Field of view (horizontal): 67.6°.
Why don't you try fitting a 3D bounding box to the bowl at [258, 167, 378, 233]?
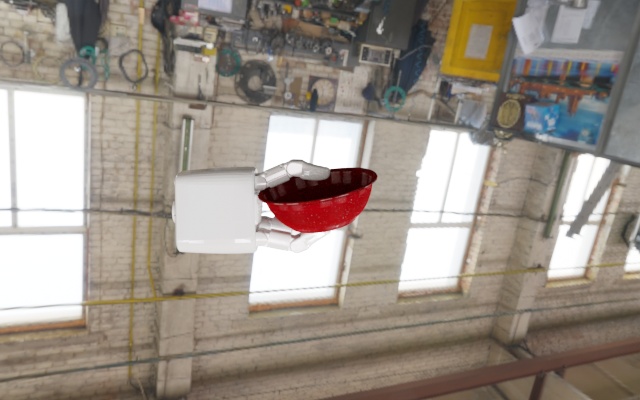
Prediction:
[{"bbox_3d":[0.001,0.002,0.643,0.162,0.055,0.162,-10,16,3],"label":"bowl"}]
